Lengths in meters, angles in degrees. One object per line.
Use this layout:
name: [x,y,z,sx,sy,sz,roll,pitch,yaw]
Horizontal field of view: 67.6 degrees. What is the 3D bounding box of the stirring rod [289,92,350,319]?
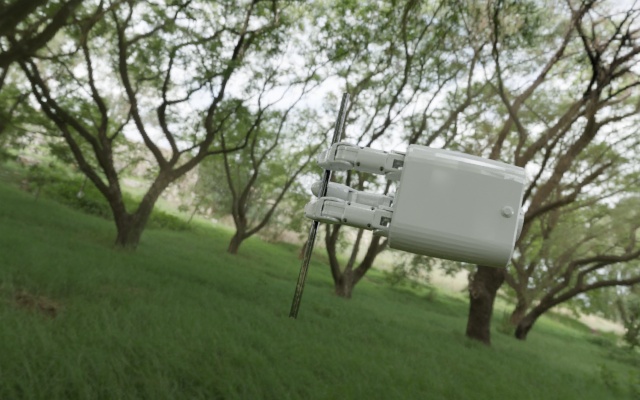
stirring rod: [0.000,0.002,0.493,0.011,0.239,0.011,13,-9,2]
